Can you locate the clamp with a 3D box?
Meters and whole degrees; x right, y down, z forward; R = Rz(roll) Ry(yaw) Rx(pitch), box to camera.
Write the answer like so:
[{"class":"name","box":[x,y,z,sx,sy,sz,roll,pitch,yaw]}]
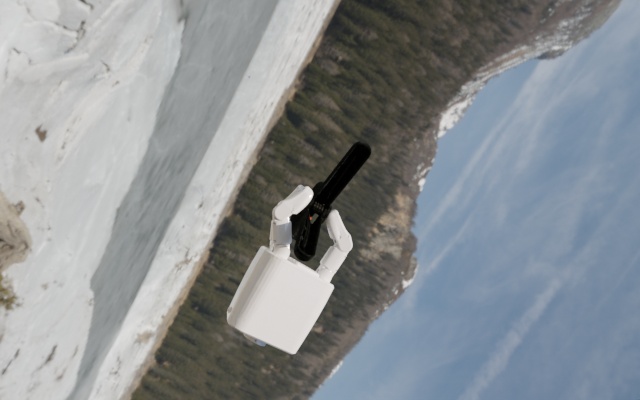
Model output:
[{"class":"clamp","box":[0.001,0.003,0.654,0.036,0.164,0.210,33,-8,-8]}]
